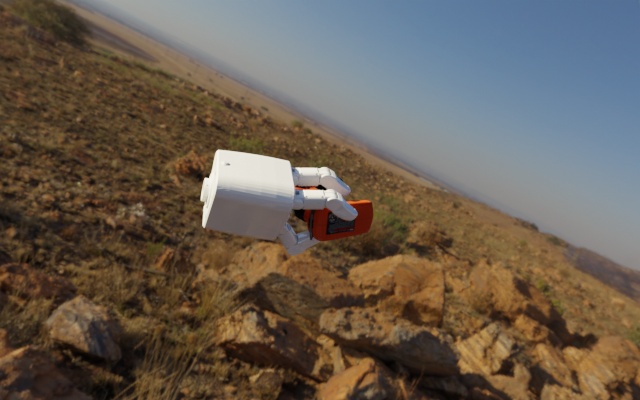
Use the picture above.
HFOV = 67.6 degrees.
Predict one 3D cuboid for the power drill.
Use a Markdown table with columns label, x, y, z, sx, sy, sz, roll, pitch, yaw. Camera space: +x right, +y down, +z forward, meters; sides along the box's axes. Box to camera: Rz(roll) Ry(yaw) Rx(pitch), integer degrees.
| label | x | y | z | sx | sy | sz | roll | pitch | yaw |
| --- | --- | --- | --- | --- | --- | --- | --- | --- | --- |
| power drill | 0.000 | 0.003 | 0.780 | 0.184 | 0.057 | 0.187 | -9 | 21 | -32 |
